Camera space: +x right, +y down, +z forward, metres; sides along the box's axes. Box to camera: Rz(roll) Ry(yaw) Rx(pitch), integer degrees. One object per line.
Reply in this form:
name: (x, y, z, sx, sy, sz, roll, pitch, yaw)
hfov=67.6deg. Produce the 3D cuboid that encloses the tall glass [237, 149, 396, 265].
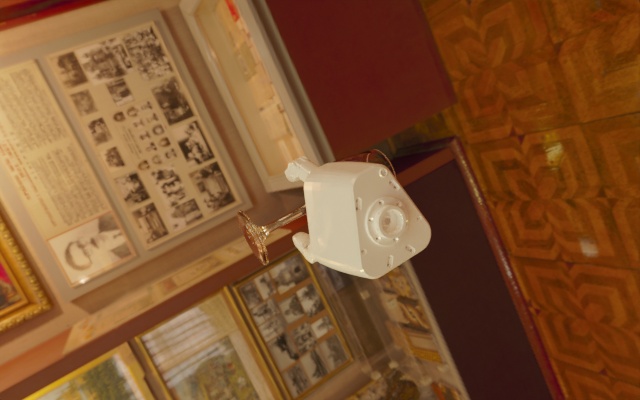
tall glass: (-0.001, 0.002, 0.608, 0.201, 0.079, 0.079, -28, 11, -21)
